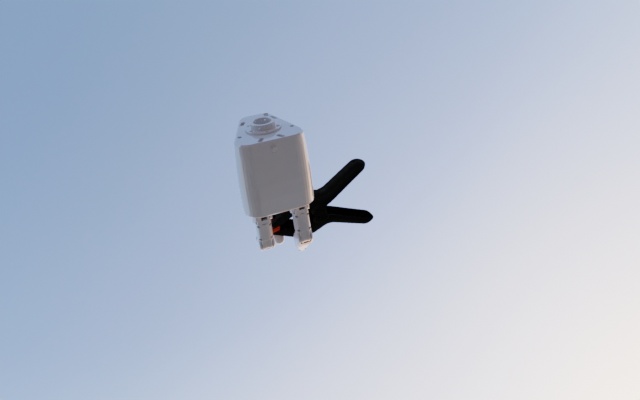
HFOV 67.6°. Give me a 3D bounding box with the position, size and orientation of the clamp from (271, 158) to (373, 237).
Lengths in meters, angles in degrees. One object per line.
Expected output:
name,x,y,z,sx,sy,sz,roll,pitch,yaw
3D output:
clamp,0.000,0.002,0.714,0.171,0.120,0.039,-15,33,-15
